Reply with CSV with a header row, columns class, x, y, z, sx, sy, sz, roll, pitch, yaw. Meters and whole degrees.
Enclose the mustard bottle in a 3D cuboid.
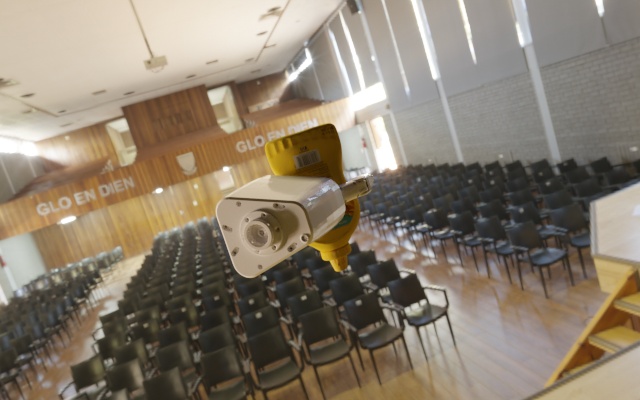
class,x,y,z,sx,sy,sz,roll,pitch,yaw
mustard bottle,0.000,0.002,0.628,0.096,0.191,0.058,-18,8,-2
